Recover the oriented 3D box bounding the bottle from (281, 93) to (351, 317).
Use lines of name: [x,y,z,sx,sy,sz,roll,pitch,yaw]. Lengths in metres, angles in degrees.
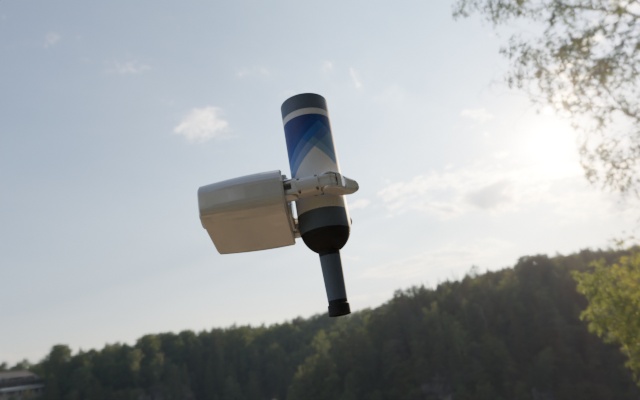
bottle: [0.000,0.002,0.626,0.069,0.295,0.069,-9,-20,-3]
